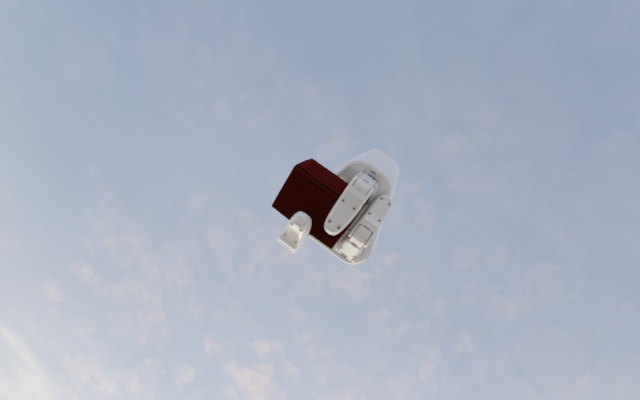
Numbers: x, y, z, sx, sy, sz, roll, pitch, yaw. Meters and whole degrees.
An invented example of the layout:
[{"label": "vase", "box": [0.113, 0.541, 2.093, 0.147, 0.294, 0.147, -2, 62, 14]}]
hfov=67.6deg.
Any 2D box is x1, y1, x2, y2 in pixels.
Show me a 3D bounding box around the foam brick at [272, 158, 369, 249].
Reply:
[{"label": "foam brick", "box": [0.000, 0.001, 0.490, 0.078, 0.053, 0.051, 36, 22, 4]}]
